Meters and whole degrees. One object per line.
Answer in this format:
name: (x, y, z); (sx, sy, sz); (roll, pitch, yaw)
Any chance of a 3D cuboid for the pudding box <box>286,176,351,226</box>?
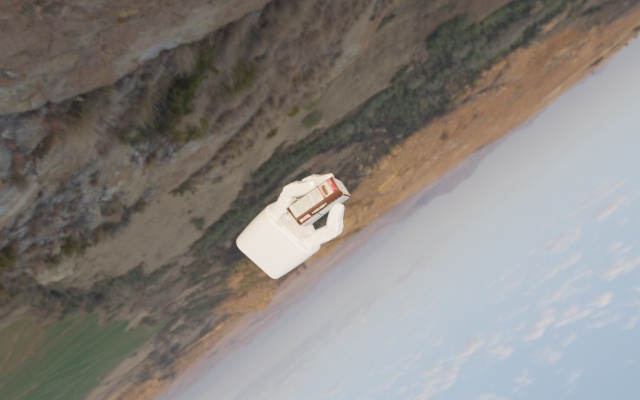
pudding box: (0.000, 0.003, 0.790); (0.090, 0.039, 0.113); (-36, -5, 6)
